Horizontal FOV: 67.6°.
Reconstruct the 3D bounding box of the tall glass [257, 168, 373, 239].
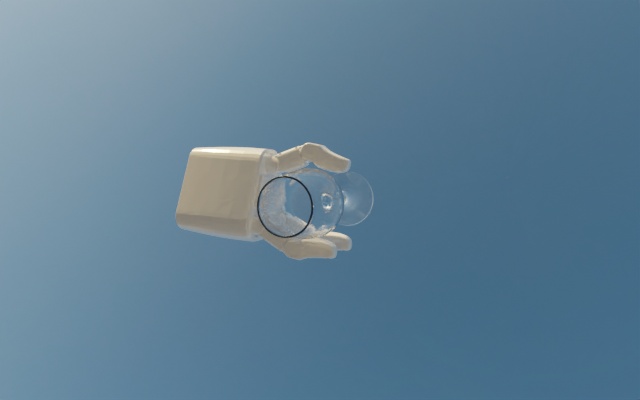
[{"bbox_3d":[0.000,0.002,0.561,0.079,0.079,0.201,0,3,21],"label":"tall glass"}]
